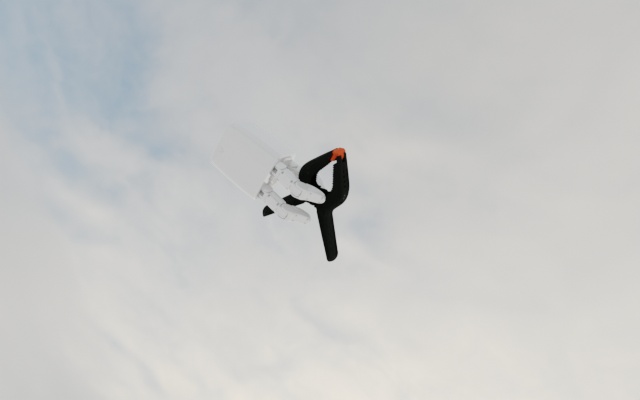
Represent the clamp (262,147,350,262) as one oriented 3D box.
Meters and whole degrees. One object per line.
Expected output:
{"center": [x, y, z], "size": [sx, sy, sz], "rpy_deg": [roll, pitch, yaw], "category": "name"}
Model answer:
{"center": [0.001, 0.002, 0.837], "size": [0.164, 0.210, 0.036], "rpy_deg": [39, 35, 6], "category": "clamp"}
